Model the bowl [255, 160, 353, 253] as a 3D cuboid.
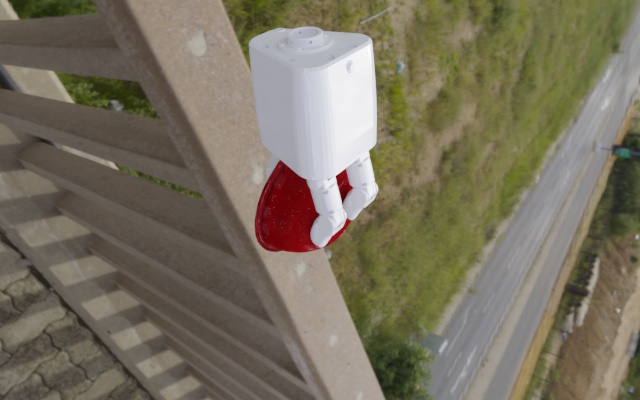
[{"bbox_3d":[0.001,0.003,0.548,0.055,0.162,0.162,31,15,26],"label":"bowl"}]
